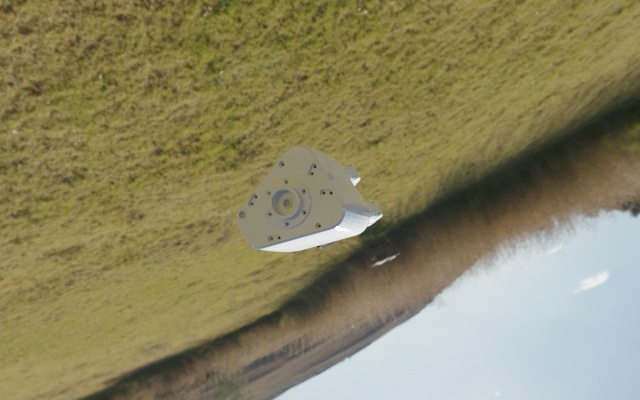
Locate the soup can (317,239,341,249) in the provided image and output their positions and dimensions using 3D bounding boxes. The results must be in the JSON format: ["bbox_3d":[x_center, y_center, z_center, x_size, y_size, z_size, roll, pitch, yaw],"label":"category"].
[{"bbox_3d":[0.000,0.002,0.616,0.068,0.102,0.068,-30,-13,-7],"label":"soup can"}]
